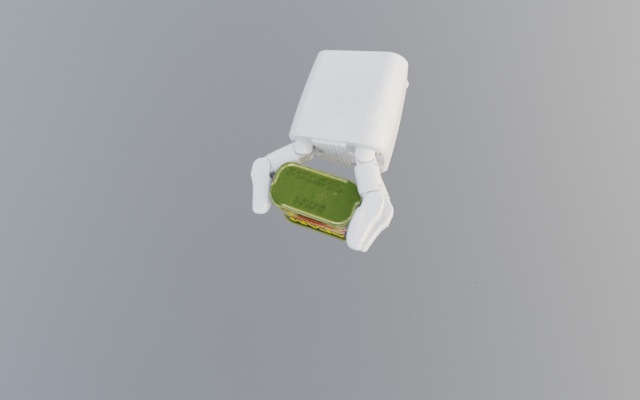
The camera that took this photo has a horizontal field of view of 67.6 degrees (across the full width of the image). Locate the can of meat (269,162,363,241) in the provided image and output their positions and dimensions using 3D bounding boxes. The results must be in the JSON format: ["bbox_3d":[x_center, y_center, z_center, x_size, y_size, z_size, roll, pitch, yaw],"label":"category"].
[{"bbox_3d":[0.000,0.002,0.530,0.102,0.057,0.084,18,-10,12],"label":"can of meat"}]
